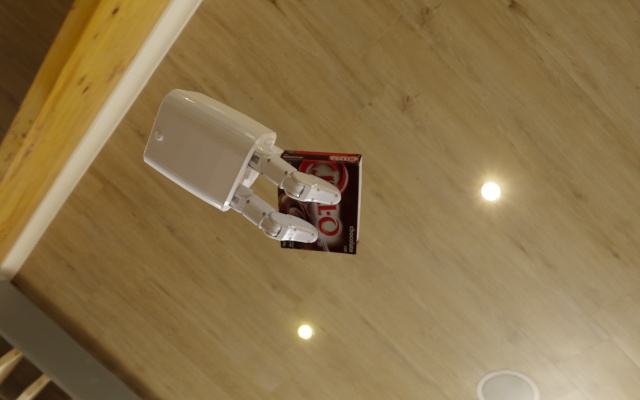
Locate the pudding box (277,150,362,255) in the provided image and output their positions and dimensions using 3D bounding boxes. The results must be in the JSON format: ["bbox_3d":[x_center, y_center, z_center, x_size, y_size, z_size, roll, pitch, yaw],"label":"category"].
[{"bbox_3d":[0.000,0.002,0.537,0.090,0.113,0.039,4,26,11],"label":"pudding box"}]
